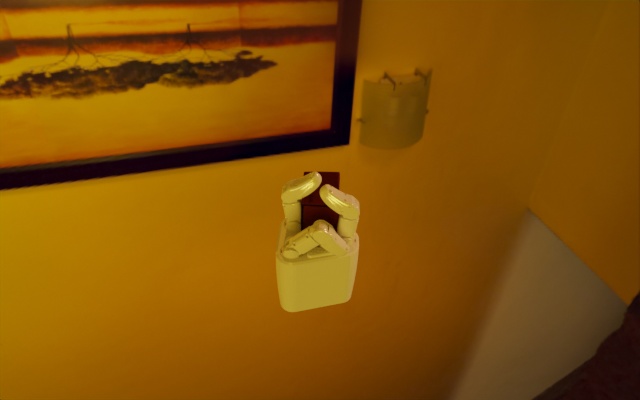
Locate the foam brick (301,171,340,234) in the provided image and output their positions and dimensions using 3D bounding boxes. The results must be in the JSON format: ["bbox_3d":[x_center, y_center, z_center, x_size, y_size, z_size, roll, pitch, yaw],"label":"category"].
[{"bbox_3d":[0.000,0.002,0.661,0.053,0.051,0.078,2,39,1],"label":"foam brick"}]
